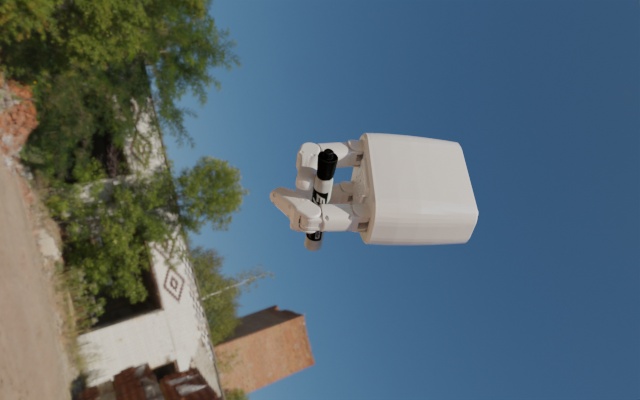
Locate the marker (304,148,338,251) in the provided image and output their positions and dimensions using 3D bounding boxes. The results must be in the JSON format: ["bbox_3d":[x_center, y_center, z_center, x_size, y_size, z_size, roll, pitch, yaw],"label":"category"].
[{"bbox_3d":[0.000,0.002,0.464,0.020,0.121,0.020,6,40,-5],"label":"marker"}]
